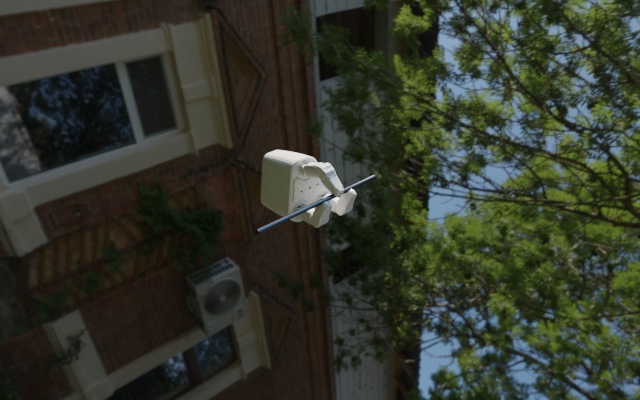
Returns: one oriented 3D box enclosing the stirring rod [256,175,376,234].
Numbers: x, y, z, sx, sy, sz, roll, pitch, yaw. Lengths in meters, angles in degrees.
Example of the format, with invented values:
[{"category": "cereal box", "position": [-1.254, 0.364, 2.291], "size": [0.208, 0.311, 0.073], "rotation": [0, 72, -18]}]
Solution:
[{"category": "stirring rod", "position": [0.000, 0.002, 0.764], "size": [0.239, 0.011, 0.011], "rotation": [-25, 14, -31]}]
